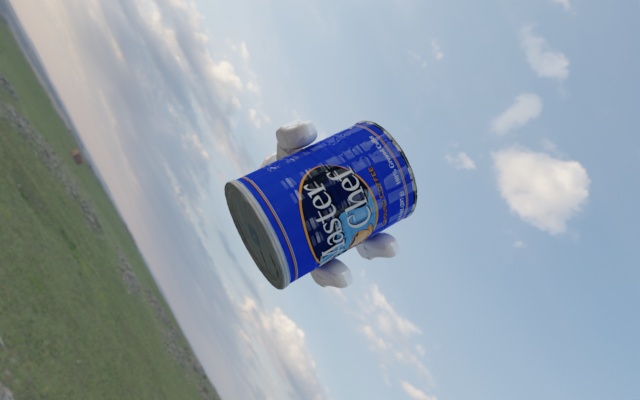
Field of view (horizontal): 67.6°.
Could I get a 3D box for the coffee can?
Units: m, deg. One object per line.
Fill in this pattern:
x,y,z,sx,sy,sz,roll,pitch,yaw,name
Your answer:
0.000,0.001,0.430,0.140,0.103,0.103,-27,10,-21,coffee can
